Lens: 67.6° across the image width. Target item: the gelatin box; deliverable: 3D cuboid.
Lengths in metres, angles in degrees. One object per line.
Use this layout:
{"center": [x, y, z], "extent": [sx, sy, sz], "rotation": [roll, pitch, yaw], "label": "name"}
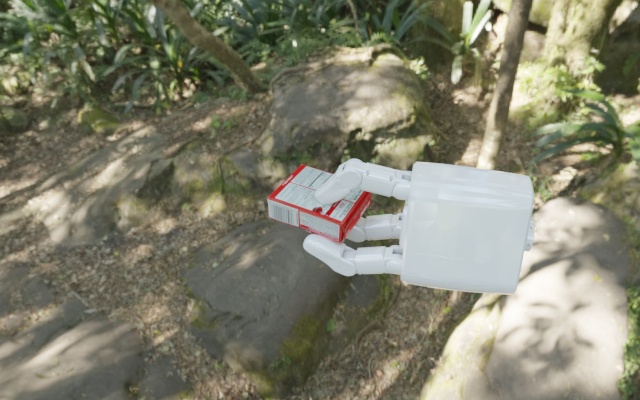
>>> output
{"center": [0.000, 0.001, 0.504], "extent": [0.089, 0.030, 0.073], "rotation": [19, 41, 20], "label": "gelatin box"}
